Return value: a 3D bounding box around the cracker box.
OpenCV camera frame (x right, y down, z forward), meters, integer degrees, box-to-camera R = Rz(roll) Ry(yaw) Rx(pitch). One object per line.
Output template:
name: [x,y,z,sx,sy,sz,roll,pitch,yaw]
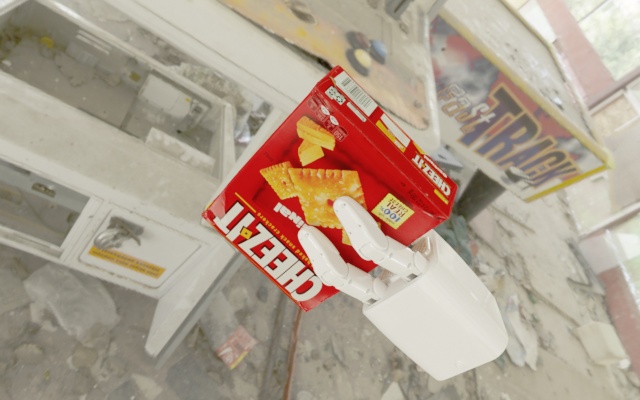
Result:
cracker box: [0.000,0.001,0.484,0.214,0.164,0.072,-41,7,36]
